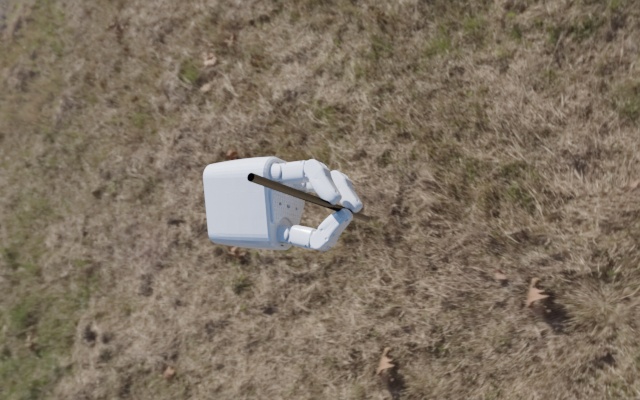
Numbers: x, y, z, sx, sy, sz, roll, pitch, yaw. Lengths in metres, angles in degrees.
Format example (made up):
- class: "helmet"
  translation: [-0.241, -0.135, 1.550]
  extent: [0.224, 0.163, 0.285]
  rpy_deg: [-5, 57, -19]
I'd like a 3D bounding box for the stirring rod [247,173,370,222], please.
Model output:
- class: "stirring rod"
  translation: [0.000, 0.002, 0.515]
  extent: [0.011, 0.011, 0.239]
  rpy_deg: [0, -11, 31]
